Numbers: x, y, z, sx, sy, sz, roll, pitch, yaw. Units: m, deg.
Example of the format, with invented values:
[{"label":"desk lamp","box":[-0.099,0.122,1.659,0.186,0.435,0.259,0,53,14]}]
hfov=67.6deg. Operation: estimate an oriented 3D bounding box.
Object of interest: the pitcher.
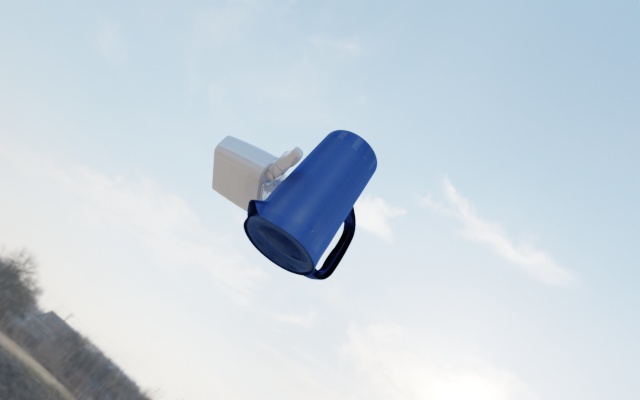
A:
[{"label":"pitcher","box":[0.000,0.002,0.797,0.145,0.242,0.149,28,-31,17]}]
